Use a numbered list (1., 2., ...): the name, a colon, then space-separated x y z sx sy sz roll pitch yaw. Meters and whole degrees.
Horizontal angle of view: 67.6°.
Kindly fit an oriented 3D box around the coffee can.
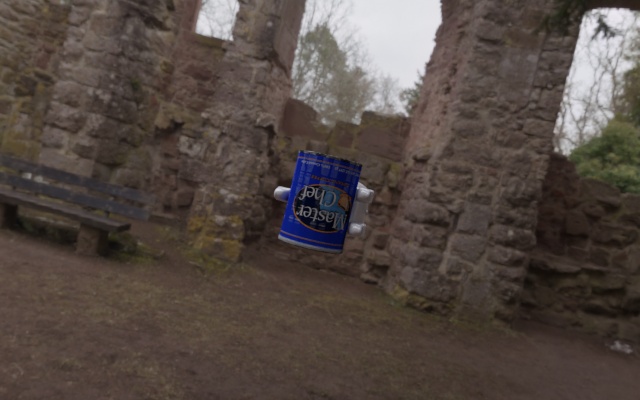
1. coffee can: 0.000 0.003 0.739 0.103 0.140 0.103 13 1 0
